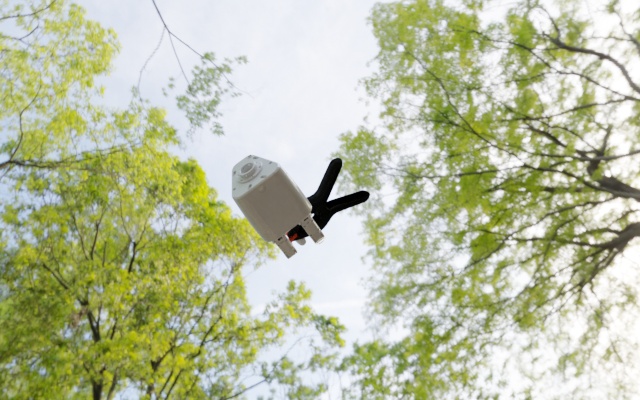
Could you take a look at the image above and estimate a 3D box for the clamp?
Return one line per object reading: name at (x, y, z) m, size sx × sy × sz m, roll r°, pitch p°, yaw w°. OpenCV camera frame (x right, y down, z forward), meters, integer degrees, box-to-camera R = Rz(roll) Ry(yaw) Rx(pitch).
clamp at (0.000, 0.003, 0.851) m, size 0.171 × 0.120 × 0.039 m, roll -37°, pitch 37°, yaw -4°
